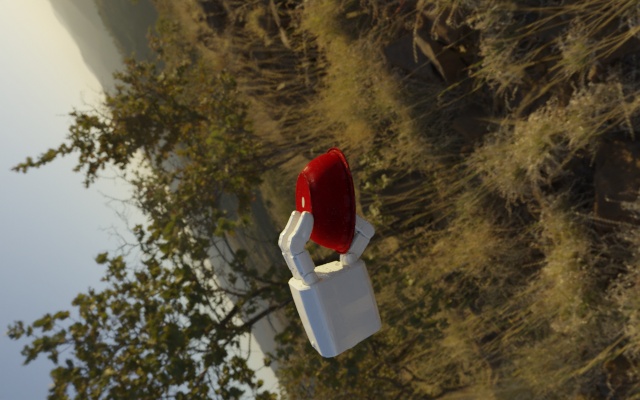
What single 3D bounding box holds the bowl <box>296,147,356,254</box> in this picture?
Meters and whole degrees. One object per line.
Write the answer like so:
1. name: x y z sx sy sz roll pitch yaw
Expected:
1. bowl: -0.001 0.001 0.711 0.055 0.162 0.162 -4 1 -16
